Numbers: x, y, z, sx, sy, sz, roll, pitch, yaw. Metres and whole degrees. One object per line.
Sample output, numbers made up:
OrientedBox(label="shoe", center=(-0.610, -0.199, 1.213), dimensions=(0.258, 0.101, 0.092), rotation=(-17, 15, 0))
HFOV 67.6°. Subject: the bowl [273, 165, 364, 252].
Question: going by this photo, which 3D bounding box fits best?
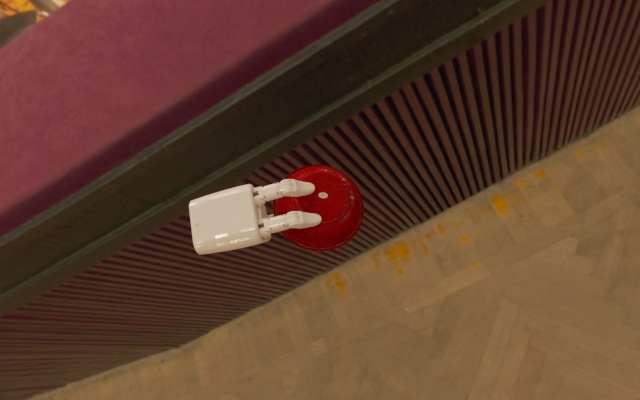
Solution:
OrientedBox(label="bowl", center=(0.001, 0.002, 0.814), dimensions=(0.162, 0.162, 0.055), rotation=(0, -20, -7))
